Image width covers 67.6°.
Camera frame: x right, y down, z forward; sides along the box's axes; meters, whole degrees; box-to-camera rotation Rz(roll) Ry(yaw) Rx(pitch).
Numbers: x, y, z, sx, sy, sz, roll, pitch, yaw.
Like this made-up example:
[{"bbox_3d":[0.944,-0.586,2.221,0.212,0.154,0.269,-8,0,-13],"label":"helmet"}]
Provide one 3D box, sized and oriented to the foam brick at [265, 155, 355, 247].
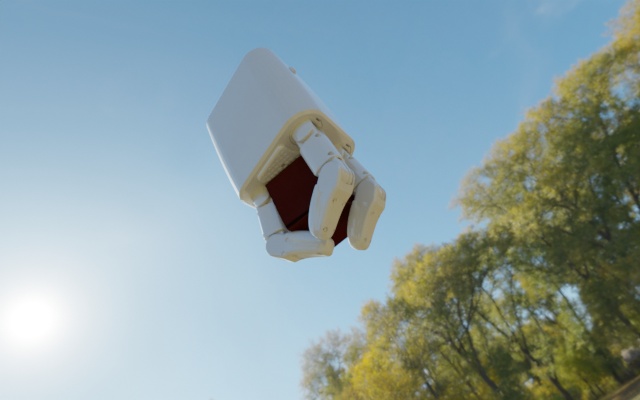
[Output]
[{"bbox_3d":[0.000,0.002,0.431,0.053,0.051,0.078,-39,-33,14],"label":"foam brick"}]
